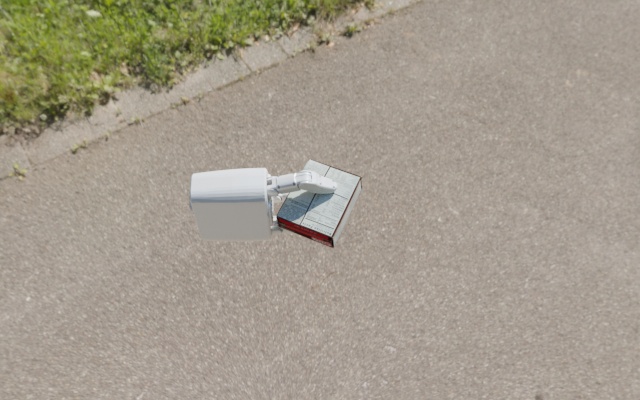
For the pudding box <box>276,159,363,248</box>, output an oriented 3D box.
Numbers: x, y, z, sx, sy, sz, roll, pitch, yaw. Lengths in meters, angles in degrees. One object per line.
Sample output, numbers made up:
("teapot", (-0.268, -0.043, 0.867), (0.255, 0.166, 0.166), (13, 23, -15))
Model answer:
("pudding box", (0.000, 0.002, 0.696), (0.090, 0.113, 0.039), (21, -24, 14))
